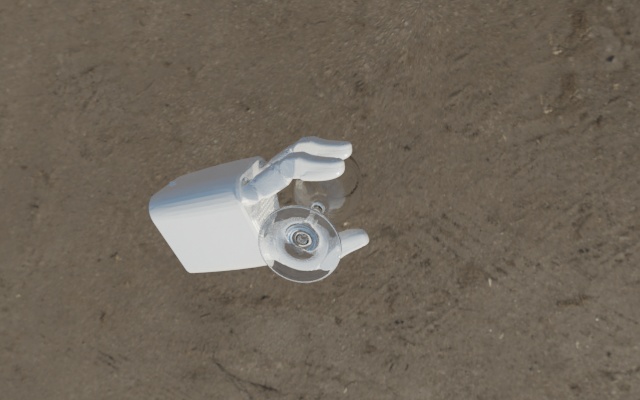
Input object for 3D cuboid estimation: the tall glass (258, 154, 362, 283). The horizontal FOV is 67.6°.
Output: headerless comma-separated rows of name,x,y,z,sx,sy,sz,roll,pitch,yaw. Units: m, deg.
tall glass,0.000,0.002,0.499,0.079,0.079,0.201,0,22,12
